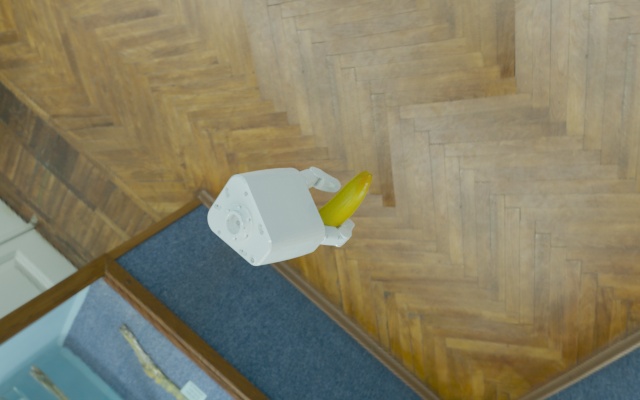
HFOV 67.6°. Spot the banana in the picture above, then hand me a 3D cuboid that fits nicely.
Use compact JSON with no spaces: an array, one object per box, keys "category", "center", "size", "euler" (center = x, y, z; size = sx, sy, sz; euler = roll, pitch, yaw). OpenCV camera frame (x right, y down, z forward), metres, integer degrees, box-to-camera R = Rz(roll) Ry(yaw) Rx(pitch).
[{"category":"banana","center":[0.000,0.021,0.700],"size":[0.037,0.069,0.198],"euler":[16,-30,-42]}]
